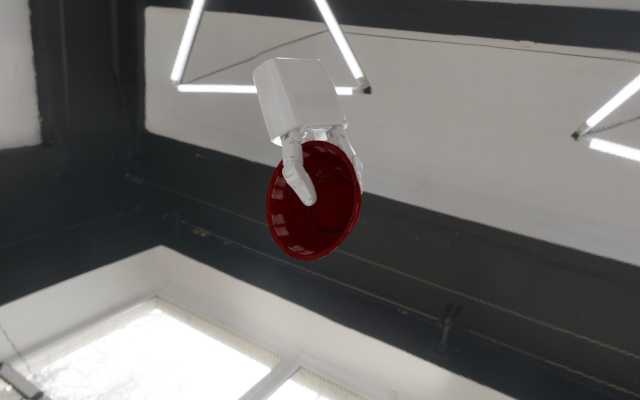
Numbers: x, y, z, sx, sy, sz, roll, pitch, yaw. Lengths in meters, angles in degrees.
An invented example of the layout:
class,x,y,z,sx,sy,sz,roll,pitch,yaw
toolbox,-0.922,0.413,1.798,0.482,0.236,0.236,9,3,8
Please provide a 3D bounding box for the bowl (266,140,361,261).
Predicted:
class,x,y,z,sx,sy,sz,roll,pitch,yaw
bowl,0.000,0.004,0.654,0.162,0.162,0.055,0,-8,40
